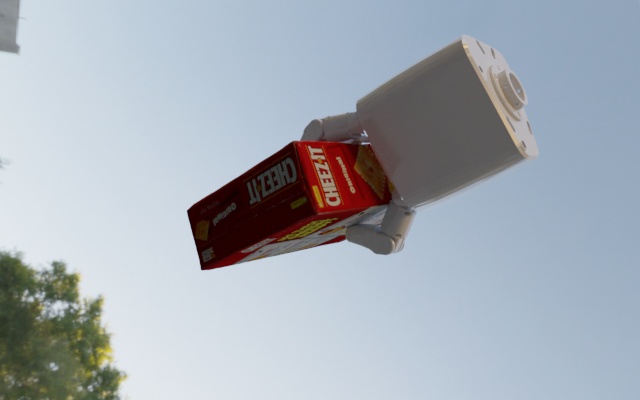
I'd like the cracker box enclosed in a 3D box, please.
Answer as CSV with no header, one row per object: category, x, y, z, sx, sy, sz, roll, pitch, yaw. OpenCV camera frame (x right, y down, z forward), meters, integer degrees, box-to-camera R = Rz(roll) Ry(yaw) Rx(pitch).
cracker box,0.000,0.002,0.491,0.164,0.072,0.213,-27,-14,38
